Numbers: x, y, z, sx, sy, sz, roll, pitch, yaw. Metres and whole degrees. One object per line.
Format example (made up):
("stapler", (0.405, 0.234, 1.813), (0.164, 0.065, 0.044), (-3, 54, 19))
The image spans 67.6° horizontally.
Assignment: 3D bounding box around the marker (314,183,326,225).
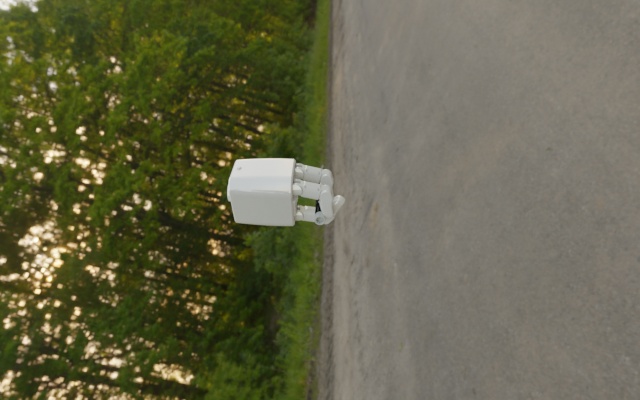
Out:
("marker", (0.000, 0.003, 0.860), (0.020, 0.020, 0.121), (0, 32, 1))
